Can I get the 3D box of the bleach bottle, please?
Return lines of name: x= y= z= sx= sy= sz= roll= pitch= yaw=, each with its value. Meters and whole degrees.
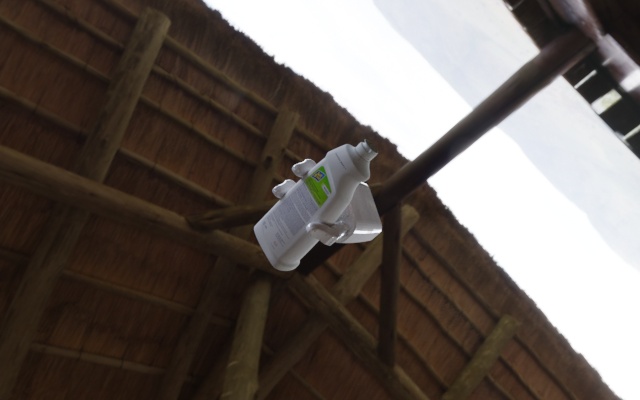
bleach bottle: x=0.000 y=0.002 z=0.777 sx=0.251 sy=0.102 sz=0.068 roll=-44 pitch=-26 yaw=24
